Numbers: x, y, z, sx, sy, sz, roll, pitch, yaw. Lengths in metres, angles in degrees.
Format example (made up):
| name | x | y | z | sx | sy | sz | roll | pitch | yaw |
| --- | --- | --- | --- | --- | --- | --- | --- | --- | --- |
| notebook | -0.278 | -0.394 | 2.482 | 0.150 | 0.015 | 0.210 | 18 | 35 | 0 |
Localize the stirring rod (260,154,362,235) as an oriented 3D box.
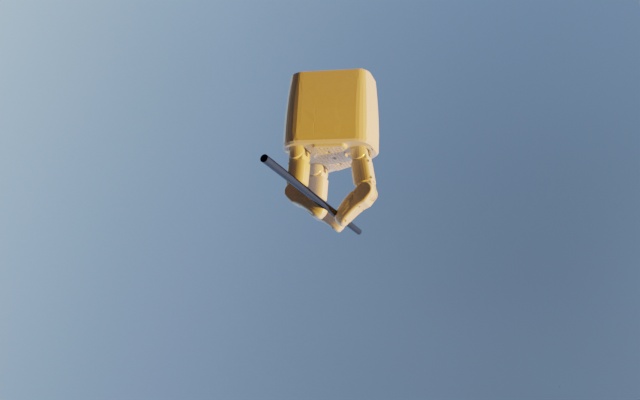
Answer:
| name | x | y | z | sx | sy | sz | roll | pitch | yaw |
| --- | --- | --- | --- | --- | --- | --- | --- | --- | --- |
| stirring rod | 0.000 | 0.002 | 0.530 | 0.011 | 0.011 | 0.240 | 0 | -19 | 27 |
